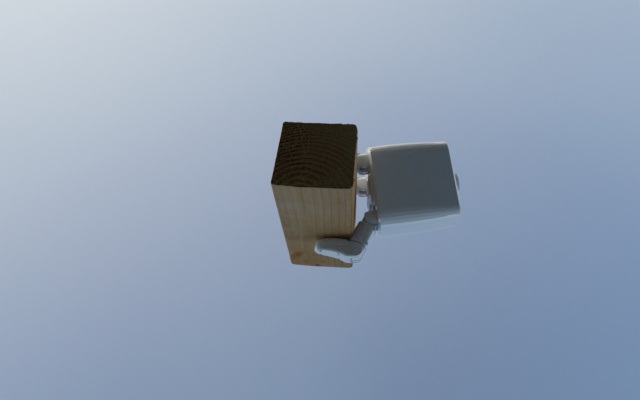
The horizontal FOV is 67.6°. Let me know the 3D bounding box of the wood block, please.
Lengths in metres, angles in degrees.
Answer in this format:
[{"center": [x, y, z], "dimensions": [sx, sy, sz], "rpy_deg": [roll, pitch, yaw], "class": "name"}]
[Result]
[{"center": [0.000, 0.002, 0.612], "dimensions": [0.090, 0.090, 0.206], "rpy_deg": [3, -32, 6], "class": "wood block"}]
